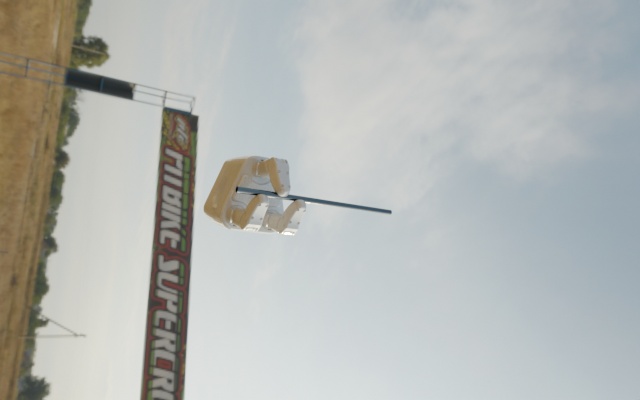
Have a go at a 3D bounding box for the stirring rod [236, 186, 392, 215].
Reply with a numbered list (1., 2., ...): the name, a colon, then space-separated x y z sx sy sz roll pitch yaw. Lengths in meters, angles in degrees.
1. stirring rod: 0.000 0.002 0.647 0.239 0.011 0.011 9 -4 -30
